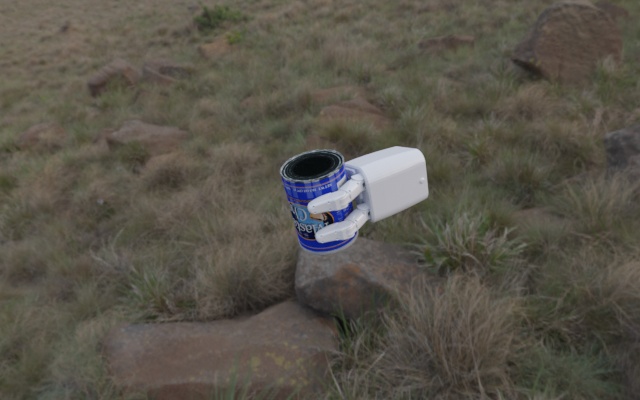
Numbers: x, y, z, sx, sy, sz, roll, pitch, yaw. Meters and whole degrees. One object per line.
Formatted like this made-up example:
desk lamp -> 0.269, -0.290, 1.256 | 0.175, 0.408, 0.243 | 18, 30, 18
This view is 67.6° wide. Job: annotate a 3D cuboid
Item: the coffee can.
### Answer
coffee can -> 0.000, 0.003, 0.776 | 0.103, 0.140, 0.102 | -10, 31, 6
